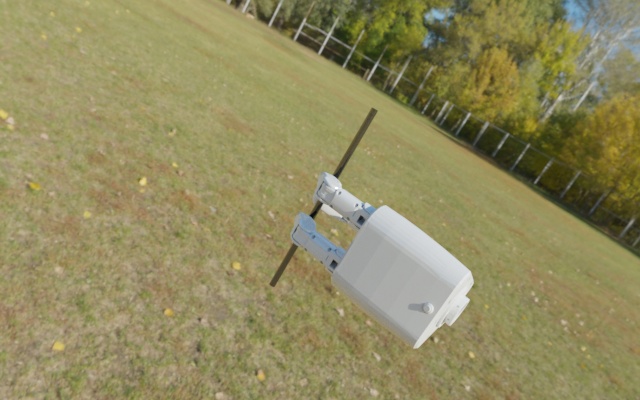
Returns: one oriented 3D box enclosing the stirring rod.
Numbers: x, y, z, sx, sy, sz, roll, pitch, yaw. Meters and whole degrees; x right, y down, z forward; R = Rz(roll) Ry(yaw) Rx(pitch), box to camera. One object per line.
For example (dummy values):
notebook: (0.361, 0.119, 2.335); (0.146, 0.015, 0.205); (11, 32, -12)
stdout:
stirring rod: (0.000, 0.002, 0.546); (0.011, 0.239, 0.011); (28, 15, -8)
